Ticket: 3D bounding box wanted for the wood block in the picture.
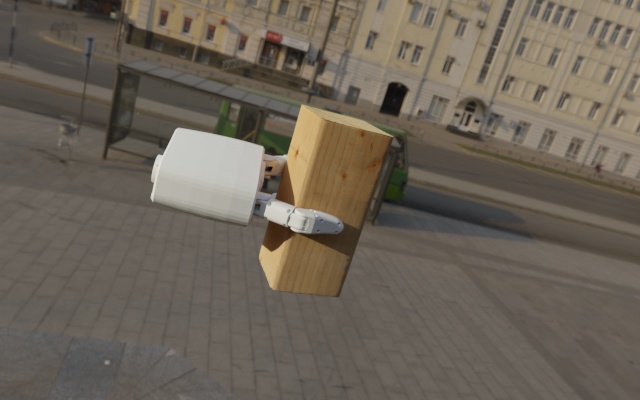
[{"bbox_3d":[0.000,0.002,0.578,0.090,0.206,0.090,11,17,-22],"label":"wood block"}]
